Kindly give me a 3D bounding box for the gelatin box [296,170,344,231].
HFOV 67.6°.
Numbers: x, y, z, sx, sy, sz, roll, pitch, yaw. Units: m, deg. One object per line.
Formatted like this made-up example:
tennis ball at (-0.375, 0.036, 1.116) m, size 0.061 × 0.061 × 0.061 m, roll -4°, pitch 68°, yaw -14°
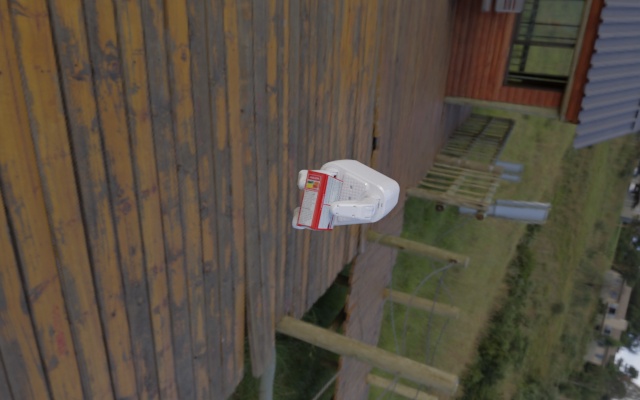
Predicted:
gelatin box at (0.000, 0.002, 0.640) m, size 0.030 × 0.073 × 0.089 m, roll 12°, pitch 0°, yaw 16°
